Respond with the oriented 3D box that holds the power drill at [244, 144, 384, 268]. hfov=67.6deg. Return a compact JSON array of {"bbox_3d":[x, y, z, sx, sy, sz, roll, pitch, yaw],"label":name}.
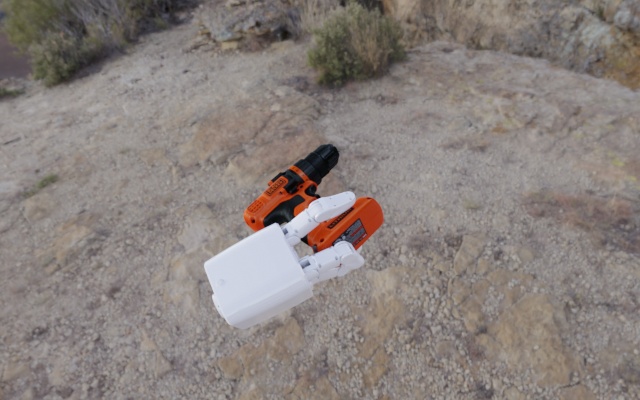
[{"bbox_3d":[0.000,0.003,0.684,0.187,0.184,0.057,30,-21,47],"label":"power drill"}]
